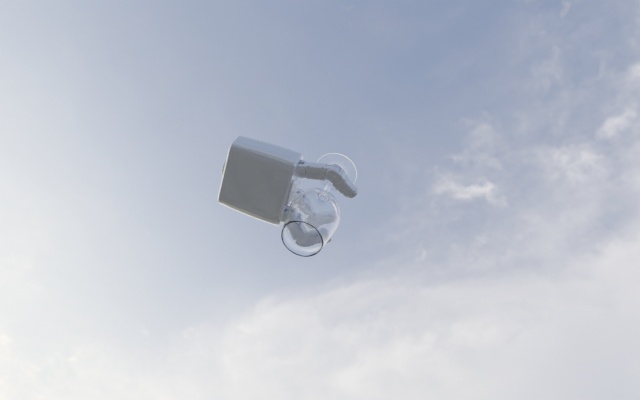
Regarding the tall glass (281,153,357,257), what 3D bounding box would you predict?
[{"bbox_3d":[0.000,0.002,0.740,0.079,0.079,0.201,0,31,18],"label":"tall glass"}]
